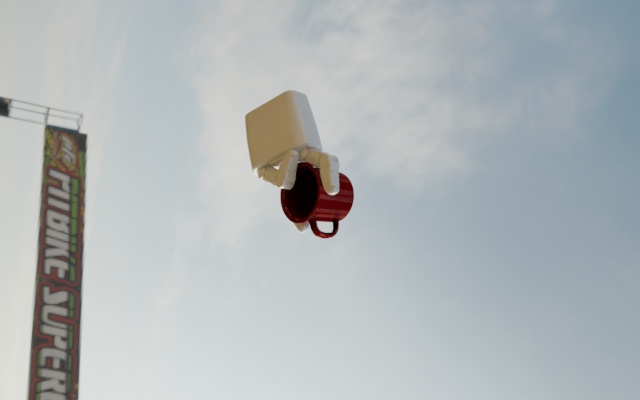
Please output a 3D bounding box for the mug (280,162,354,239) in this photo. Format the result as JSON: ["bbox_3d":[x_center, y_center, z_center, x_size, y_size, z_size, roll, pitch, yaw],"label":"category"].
[{"bbox_3d":[0.001,0.004,0.736,0.081,0.117,0.093,7,-29,-42],"label":"mug"}]
